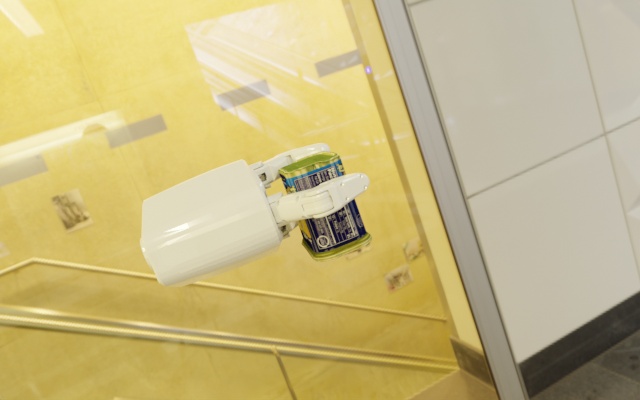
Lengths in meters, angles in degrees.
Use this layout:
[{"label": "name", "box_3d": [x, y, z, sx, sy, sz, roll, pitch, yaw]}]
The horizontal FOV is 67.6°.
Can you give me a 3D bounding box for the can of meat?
[{"label": "can of meat", "box_3d": [0.000, 0.001, 0.454, 0.057, 0.084, 0.102, -22, 10, -8]}]
